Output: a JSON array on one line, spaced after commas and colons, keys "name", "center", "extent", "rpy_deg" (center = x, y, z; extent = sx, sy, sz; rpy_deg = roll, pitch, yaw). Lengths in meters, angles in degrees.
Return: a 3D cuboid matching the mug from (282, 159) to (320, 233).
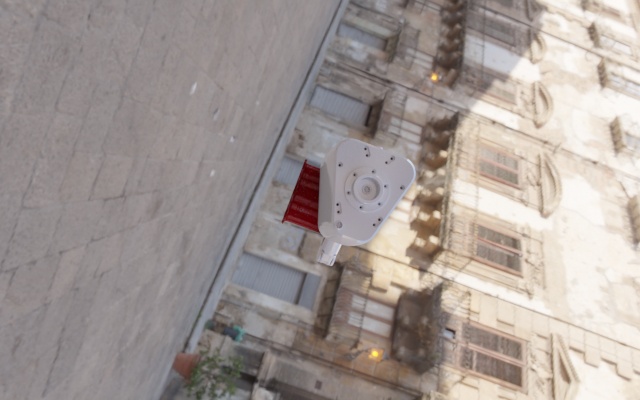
[{"name": "mug", "center": [0.000, 0.002, 0.661], "extent": [0.081, 0.093, 0.117], "rpy_deg": [21, -5, -4]}]
